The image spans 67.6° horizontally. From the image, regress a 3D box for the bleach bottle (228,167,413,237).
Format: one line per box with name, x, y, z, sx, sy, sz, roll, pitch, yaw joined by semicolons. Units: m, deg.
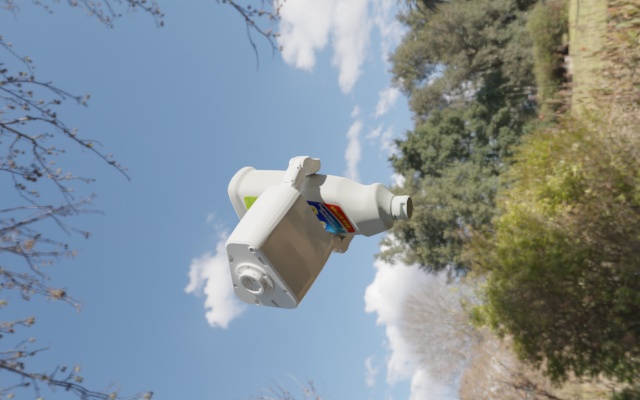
bleach bottle;0.000;0.002;0.659;0.251;0.103;0.068;0;38;28
